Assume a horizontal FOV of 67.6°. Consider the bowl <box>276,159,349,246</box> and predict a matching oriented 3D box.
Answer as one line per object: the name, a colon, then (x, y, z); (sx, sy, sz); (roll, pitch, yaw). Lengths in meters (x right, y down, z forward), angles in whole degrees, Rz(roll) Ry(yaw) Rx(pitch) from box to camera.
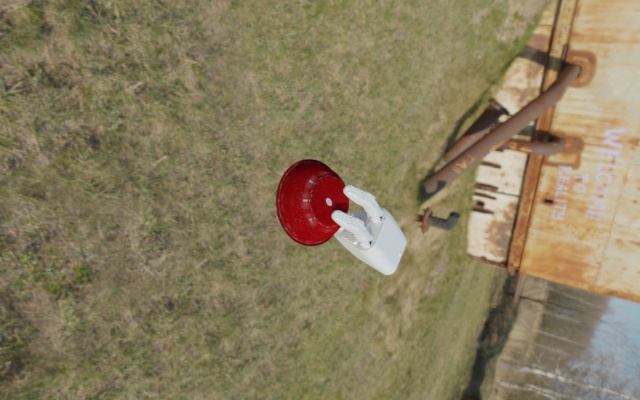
bowl: (-0.001, 0.002, 0.859); (0.162, 0.162, 0.055); (0, -2, -40)
